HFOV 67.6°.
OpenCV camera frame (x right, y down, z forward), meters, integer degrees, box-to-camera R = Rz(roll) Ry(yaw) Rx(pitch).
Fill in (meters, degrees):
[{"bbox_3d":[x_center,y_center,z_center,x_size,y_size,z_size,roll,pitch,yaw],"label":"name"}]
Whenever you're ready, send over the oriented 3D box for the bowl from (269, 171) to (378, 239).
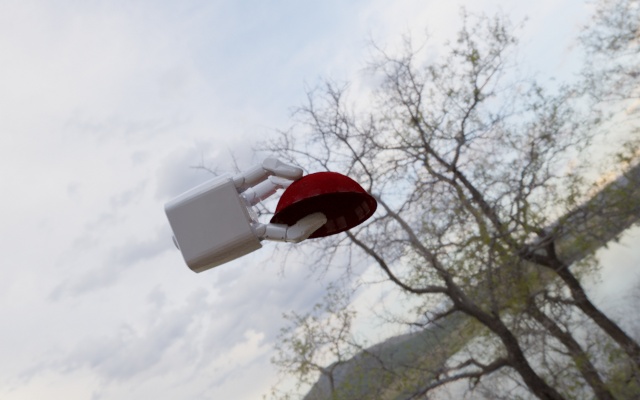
[{"bbox_3d":[0.001,0.002,0.706,0.162,0.055,0.162,-10,-24,-5],"label":"bowl"}]
